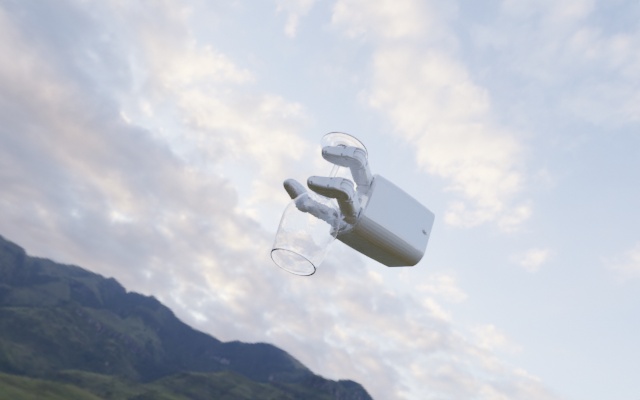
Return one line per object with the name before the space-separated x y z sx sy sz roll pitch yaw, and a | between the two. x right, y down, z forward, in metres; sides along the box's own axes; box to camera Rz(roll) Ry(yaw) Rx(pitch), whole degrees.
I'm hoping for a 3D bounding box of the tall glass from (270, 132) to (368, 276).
tall glass | 0.000 0.002 0.650 0.079 0.201 0.079 17 -33 12
